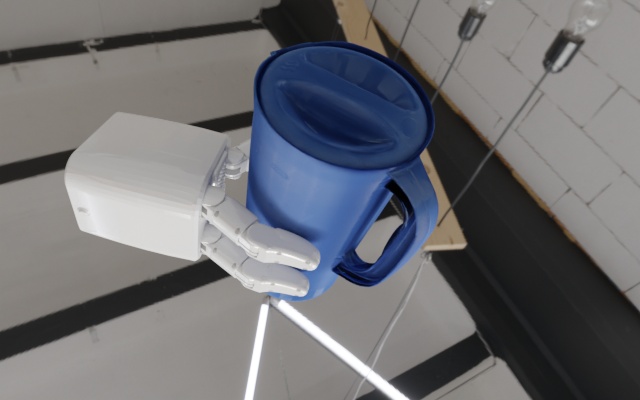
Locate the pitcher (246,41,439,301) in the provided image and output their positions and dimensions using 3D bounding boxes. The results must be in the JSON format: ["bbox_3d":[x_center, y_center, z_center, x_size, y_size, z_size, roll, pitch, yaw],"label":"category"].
[{"bbox_3d":[0.000,0.001,0.424,0.145,0.149,0.243,12,-38,-6],"label":"pitcher"}]
